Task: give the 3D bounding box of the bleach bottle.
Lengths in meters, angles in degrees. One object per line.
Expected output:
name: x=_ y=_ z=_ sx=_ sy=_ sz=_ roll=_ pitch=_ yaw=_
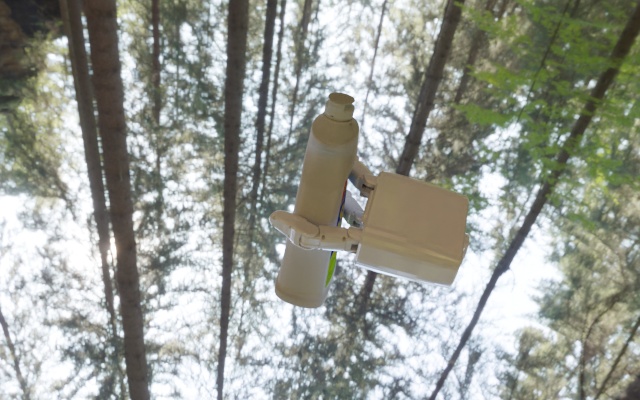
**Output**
bleach bottle: x=0.000 y=0.002 z=0.547 sx=0.068 sy=0.251 sz=0.102 roll=15 pitch=35 yaw=6
